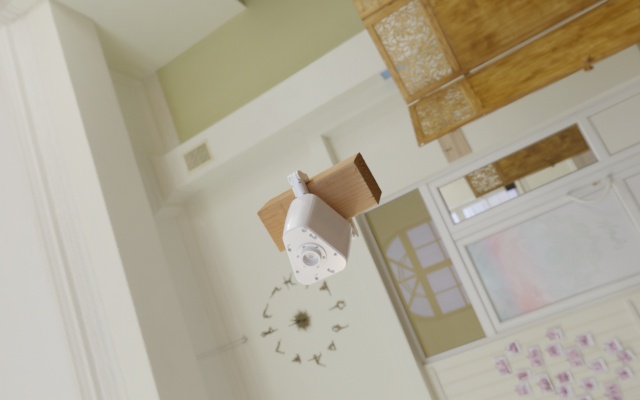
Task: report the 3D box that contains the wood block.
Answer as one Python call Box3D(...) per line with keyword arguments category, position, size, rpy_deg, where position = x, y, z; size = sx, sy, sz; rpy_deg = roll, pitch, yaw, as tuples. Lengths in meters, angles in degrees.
Box3D(category="wood block", position=(0.000, 0.003, 0.887), size=(0.206, 0.091, 0.090), rpy_deg=(-27, 10, 18))
